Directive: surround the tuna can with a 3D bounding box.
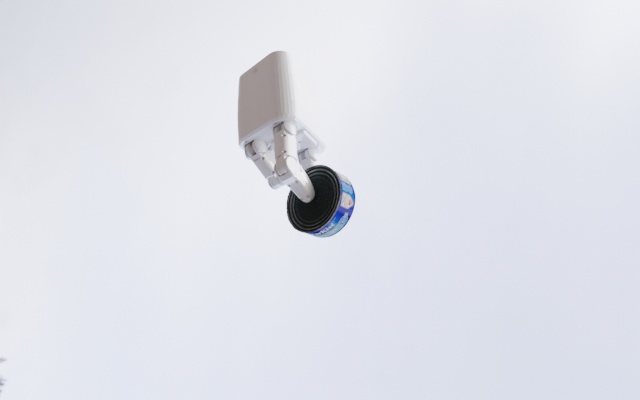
[{"bbox_3d":[0.000,0.002,0.585,0.086,0.086,0.034,0,-17,42],"label":"tuna can"}]
